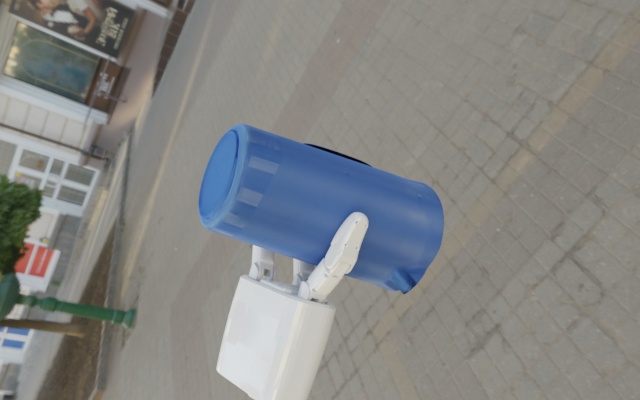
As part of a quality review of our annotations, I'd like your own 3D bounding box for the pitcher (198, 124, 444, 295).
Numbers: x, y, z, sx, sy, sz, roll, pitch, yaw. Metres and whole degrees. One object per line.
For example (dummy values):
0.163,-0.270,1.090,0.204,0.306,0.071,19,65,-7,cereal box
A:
0.000,0.002,0.519,0.243,0.145,0.149,19,-5,-28,pitcher
